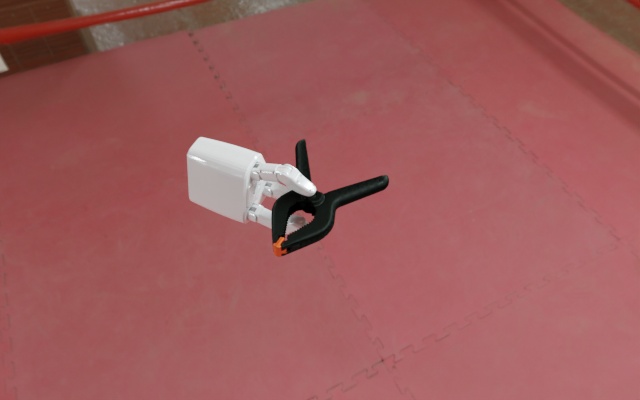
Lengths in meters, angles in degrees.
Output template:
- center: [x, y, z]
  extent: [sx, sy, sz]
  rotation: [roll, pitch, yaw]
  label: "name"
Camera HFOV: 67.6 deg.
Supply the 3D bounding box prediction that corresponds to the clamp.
- center: [0.000, 0.002, 0.714]
  extent: [0.164, 0.210, 0.036]
  rotation: [19, -36, 13]
  label: "clamp"
